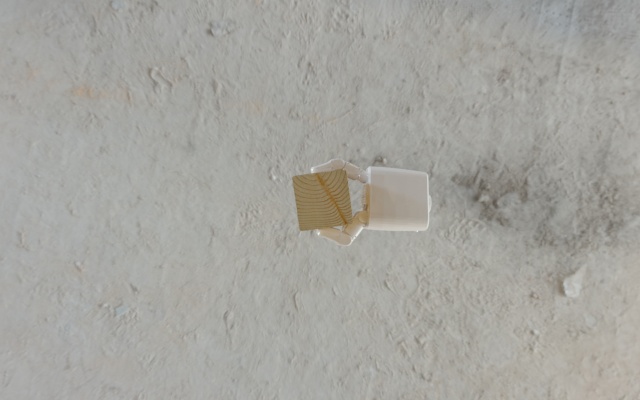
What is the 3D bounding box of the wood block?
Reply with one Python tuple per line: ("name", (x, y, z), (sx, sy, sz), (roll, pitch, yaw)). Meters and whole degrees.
("wood block", (0.000, 0.002, 0.861), (0.090, 0.091, 0.206), (-7, -2, -2))
